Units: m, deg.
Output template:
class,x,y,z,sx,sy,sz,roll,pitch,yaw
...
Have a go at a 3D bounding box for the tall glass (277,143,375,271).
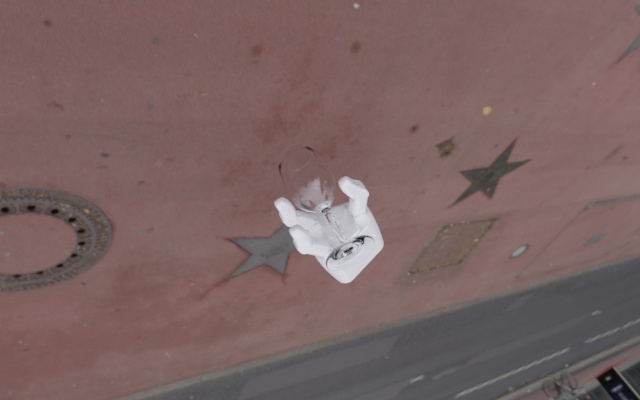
class,x,y,z,sx,sy,sz,roll,pitch,yaw
tall glass,0.000,0.003,0.704,0.079,0.201,0.079,-20,-36,-15
